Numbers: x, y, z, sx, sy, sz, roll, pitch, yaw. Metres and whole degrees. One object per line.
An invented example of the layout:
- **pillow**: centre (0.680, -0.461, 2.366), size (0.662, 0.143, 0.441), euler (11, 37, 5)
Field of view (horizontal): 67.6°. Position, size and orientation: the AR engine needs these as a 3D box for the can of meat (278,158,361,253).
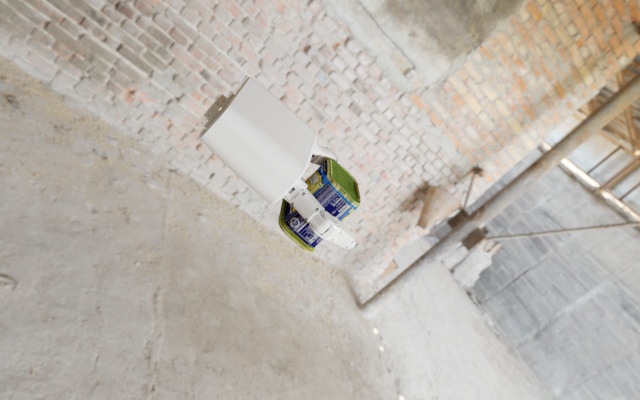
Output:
- **can of meat**: centre (0.000, 0.002, 0.575), size (0.057, 0.084, 0.102), euler (42, 16, -15)
